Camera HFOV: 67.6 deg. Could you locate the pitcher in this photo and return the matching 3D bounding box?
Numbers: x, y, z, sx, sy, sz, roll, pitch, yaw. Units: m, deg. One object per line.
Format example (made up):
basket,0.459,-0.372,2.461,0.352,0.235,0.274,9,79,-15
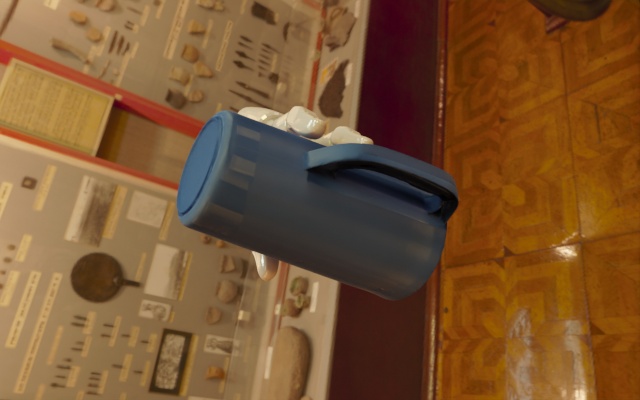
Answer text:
pitcher,0.000,0.002,0.459,0.243,0.149,0.145,20,8,-28
